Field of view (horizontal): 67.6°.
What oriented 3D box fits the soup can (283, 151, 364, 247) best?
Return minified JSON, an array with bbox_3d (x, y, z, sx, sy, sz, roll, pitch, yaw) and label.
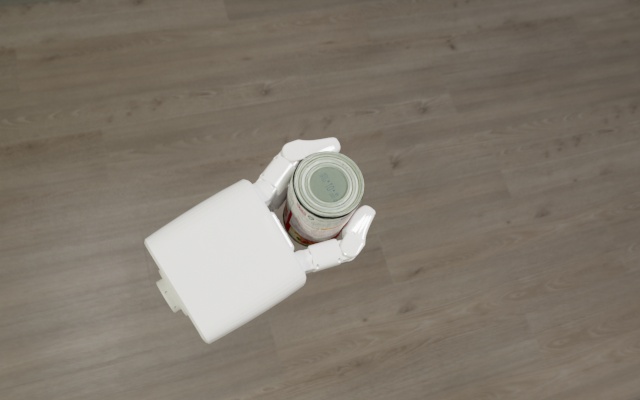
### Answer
[{"bbox_3d":[0.001,0.001,0.475,0.068,0.068,0.102,0,-20,-9],"label":"soup can"}]
